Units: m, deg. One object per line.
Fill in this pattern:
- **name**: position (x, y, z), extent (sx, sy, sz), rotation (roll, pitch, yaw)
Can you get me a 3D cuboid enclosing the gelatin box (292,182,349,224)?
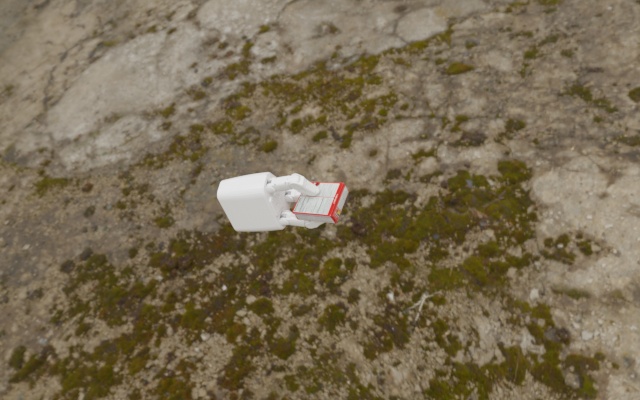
- **gelatin box**: position (0.000, 0.003, 0.889), extent (0.089, 0.073, 0.030), rotation (3, -33, 34)
